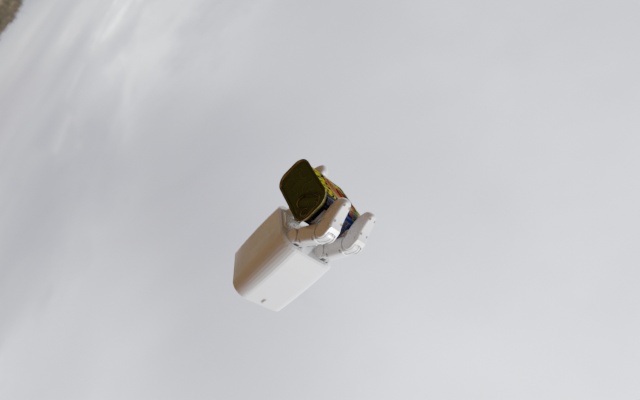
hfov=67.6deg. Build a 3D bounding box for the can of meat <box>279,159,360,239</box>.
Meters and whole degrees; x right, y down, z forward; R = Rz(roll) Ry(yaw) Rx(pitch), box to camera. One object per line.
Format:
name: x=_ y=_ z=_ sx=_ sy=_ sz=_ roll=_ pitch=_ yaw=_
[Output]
can of meat: x=0.000 y=0.002 z=0.661 sx=0.084 sy=0.057 sz=0.102 roll=35 pitch=16 yaw=-40
